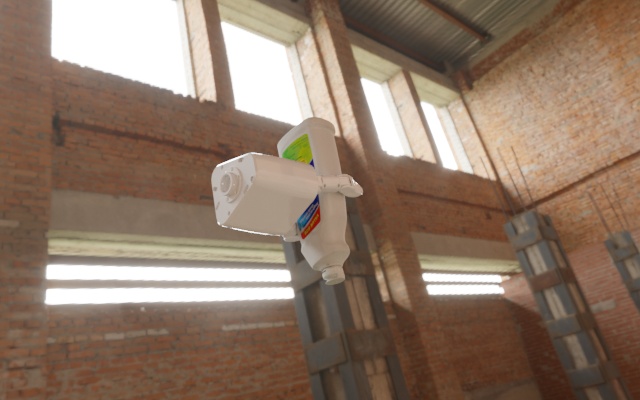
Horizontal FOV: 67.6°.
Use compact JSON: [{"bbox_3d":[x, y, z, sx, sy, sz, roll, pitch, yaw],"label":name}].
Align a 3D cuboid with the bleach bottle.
[{"bbox_3d":[0.000,0.002,0.734,0.068,0.250,0.102,12,-35,-44],"label":"bleach bottle"}]
